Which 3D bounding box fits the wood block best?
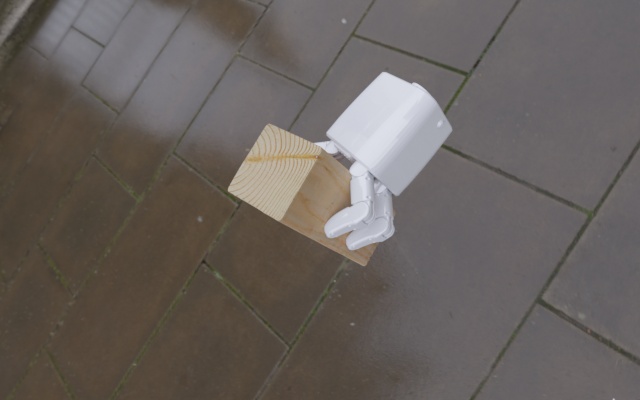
[{"bbox_3d":[0.000,0.001,0.586,0.090,0.090,0.206,29,-3,36],"label":"wood block"}]
